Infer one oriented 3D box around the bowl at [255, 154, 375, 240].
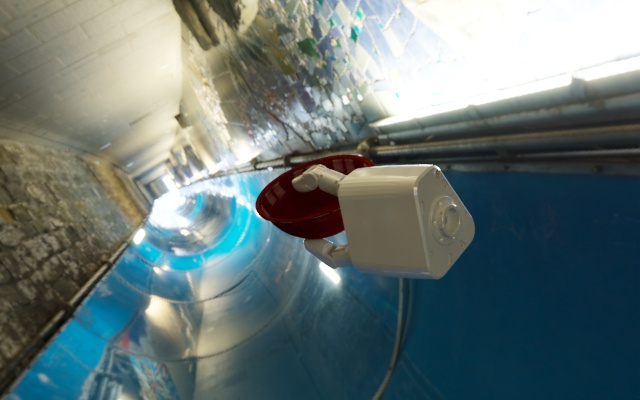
[{"bbox_3d":[0.000,0.002,0.619,0.162,0.055,0.162,-15,28,8],"label":"bowl"}]
